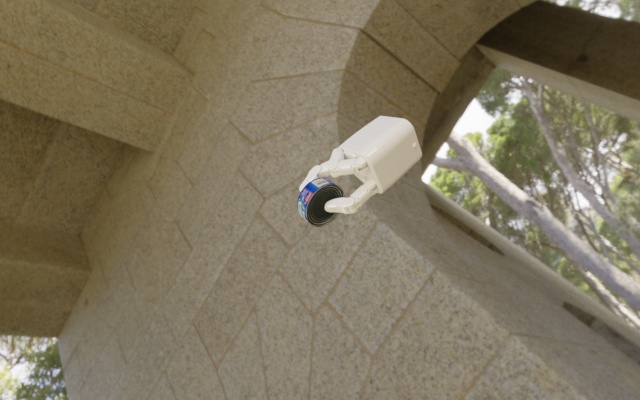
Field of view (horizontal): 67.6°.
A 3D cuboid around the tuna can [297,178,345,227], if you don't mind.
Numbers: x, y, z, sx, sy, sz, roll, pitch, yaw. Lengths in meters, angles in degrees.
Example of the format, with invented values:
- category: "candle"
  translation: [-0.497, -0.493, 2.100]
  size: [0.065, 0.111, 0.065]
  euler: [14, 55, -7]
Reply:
- category: "tuna can"
  translation: [0.000, 0.003, 0.864]
  size: [0.086, 0.086, 0.033]
  euler: [0, 25, -42]
